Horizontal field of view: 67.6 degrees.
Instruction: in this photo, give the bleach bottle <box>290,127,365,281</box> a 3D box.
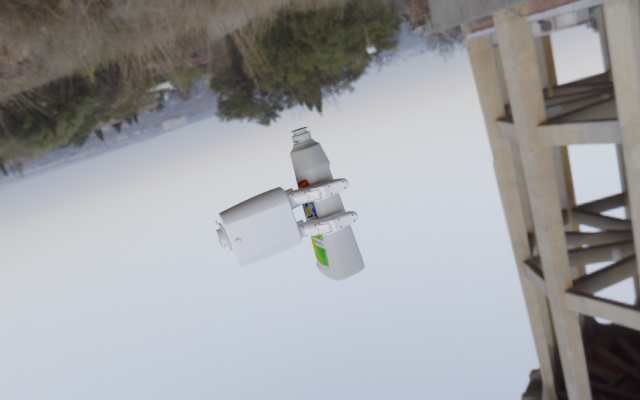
[{"bbox_3d":[0.000,0.003,0.789,0.068,0.251,0.102,-22,15,-17],"label":"bleach bottle"}]
